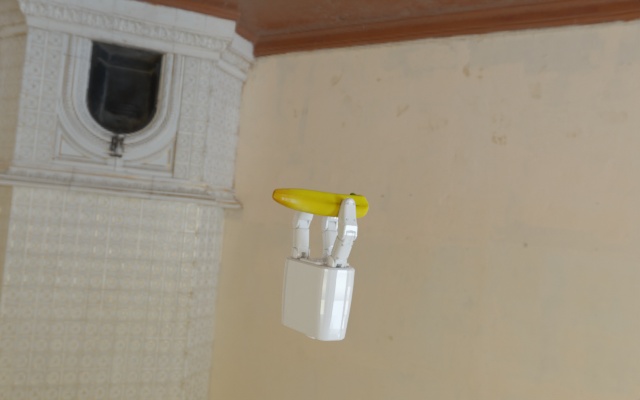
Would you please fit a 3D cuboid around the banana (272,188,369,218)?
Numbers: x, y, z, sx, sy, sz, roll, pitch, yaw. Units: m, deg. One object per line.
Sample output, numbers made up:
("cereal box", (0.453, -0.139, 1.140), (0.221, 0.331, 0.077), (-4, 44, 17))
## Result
("banana", (0.017, 0.005, 0.715), (0.069, 0.037, 0.198), (11, 4, 39))
